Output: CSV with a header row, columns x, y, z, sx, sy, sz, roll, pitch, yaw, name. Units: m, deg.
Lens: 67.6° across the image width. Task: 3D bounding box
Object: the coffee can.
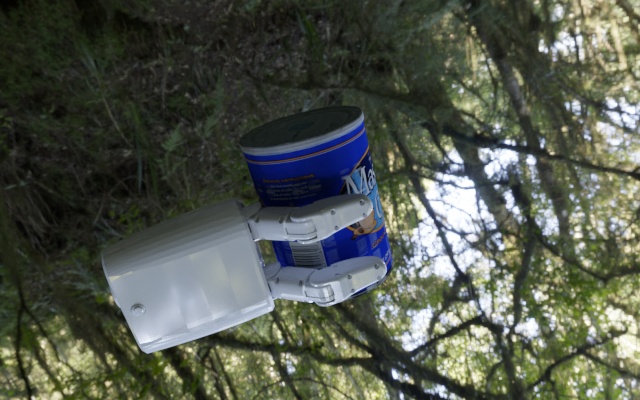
x,y,z,sx,sy,sz,roll,pitch,yaw,name
0.000,0.001,0.411,0.103,0.140,0.102,-13,22,5,coffee can
